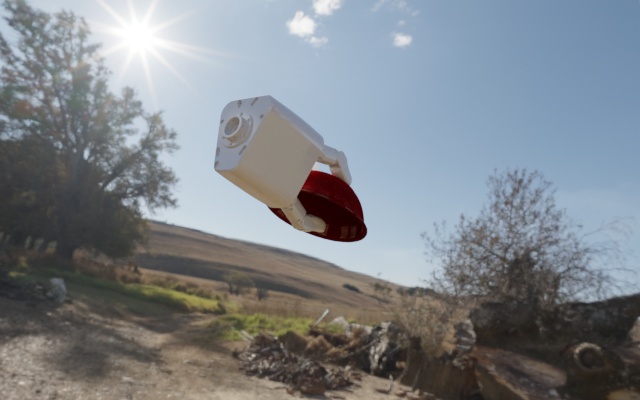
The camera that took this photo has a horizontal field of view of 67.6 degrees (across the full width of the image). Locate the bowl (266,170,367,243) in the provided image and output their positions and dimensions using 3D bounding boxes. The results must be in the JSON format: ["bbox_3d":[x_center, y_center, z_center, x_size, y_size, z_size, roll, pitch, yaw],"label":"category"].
[{"bbox_3d":[0.001,0.003,0.713,0.162,0.055,0.162,18,-24,8],"label":"bowl"}]
